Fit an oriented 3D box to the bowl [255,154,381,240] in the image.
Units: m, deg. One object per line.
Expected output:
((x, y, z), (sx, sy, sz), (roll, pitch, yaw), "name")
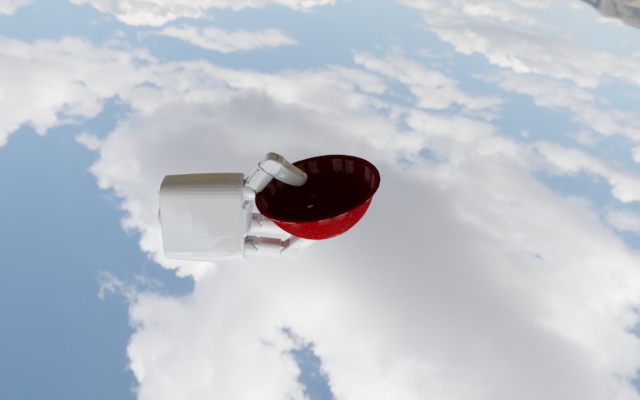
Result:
((0.001, 0.002, 0.615), (0.162, 0.055, 0.162), (-10, 32, 6), "bowl")
